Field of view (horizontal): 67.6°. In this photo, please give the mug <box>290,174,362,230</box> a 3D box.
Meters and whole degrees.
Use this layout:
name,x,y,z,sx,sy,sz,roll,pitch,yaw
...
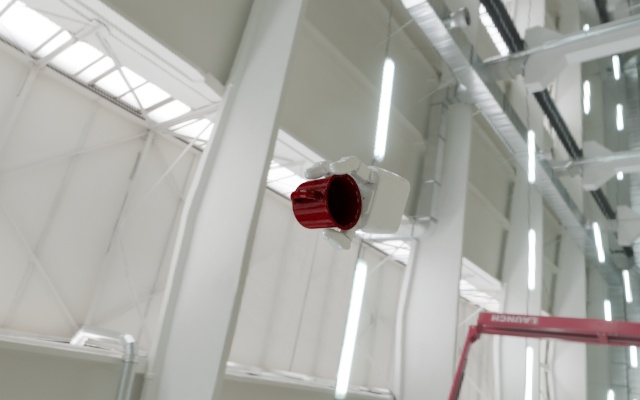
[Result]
name,x,y,z,sx,sy,sz,roll,pitch,yaw
mug,-0.001,0.002,0.771,0.081,0.093,0.117,-7,-14,41
